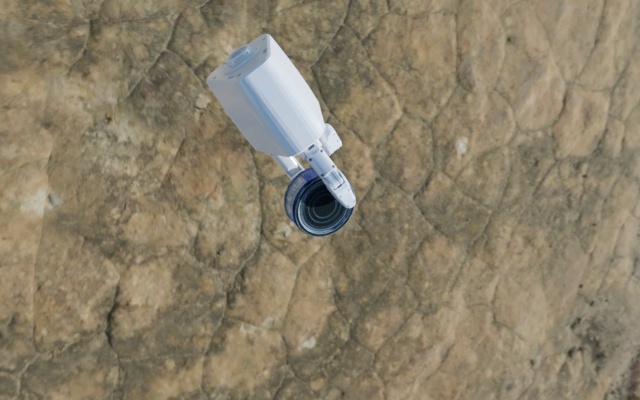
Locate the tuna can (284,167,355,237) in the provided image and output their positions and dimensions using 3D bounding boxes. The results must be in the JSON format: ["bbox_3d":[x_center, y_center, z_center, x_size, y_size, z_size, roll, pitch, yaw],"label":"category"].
[{"bbox_3d":[0.000,0.002,0.598,0.086,0.086,0.033,0,23,-27],"label":"tuna can"}]
